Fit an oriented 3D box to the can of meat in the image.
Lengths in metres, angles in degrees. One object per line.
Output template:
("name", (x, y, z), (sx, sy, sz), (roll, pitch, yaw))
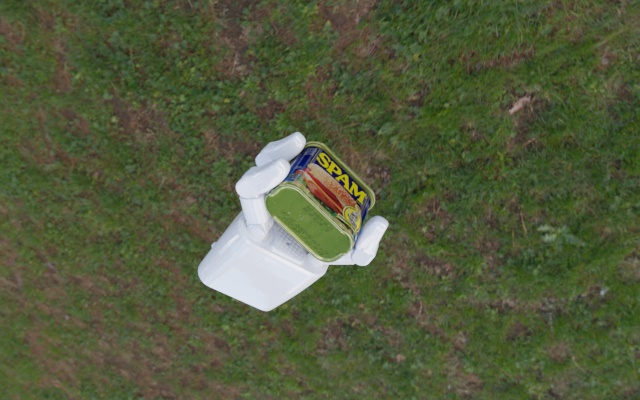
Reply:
("can of meat", (0.000, 0.002, 0.492), (0.057, 0.102, 0.084), (-38, 14, 36))
